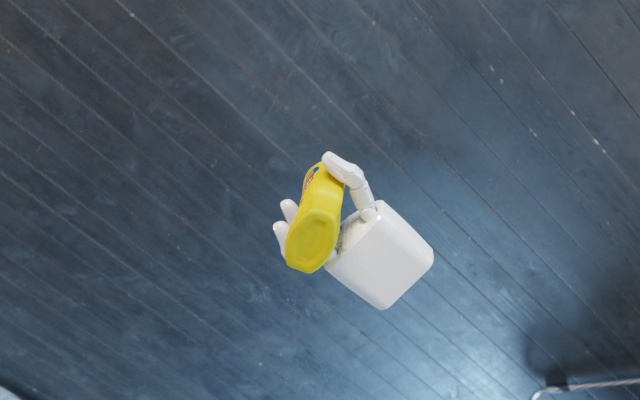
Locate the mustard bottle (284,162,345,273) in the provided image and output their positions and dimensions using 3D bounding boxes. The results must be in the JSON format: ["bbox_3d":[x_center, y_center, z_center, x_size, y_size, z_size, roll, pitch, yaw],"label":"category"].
[{"bbox_3d":[0.000,0.002,0.631,0.058,0.096,0.191,19,31,-3],"label":"mustard bottle"}]
